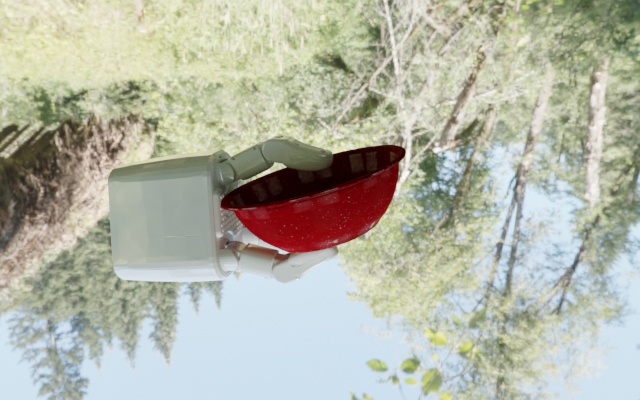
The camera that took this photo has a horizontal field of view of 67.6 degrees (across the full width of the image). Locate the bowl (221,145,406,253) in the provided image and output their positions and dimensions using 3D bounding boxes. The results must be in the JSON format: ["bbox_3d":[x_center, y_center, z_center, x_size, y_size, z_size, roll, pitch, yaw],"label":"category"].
[{"bbox_3d":[0.001,0.002,0.410,0.162,0.055,0.162,-16,13,4],"label":"bowl"}]
